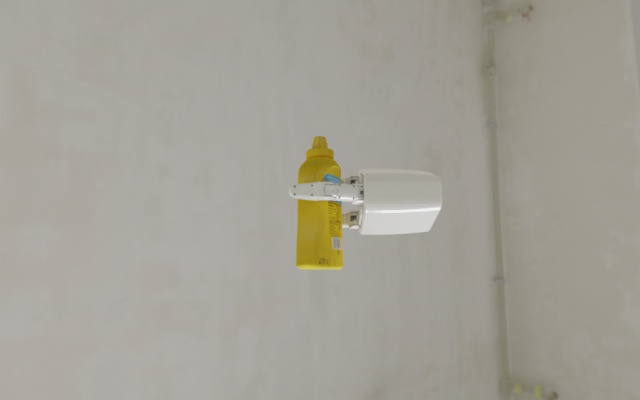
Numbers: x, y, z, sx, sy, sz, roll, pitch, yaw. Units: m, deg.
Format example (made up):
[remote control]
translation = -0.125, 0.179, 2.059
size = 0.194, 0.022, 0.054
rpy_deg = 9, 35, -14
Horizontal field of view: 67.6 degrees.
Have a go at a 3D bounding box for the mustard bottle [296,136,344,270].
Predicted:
[mustard bottle]
translation = 0.000, 0.003, 0.685
size = 0.058, 0.191, 0.096
rpy_deg = -4, -9, 25
